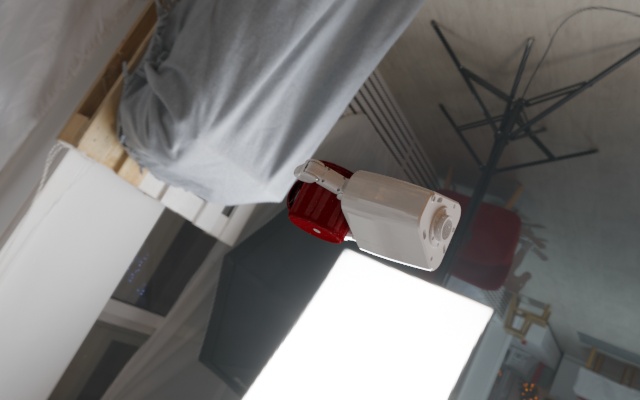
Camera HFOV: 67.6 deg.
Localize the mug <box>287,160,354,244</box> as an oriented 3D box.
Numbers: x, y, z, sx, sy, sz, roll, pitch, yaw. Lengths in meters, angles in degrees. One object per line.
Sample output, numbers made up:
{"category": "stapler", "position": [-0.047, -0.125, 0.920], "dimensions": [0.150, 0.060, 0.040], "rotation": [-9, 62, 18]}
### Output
{"category": "mug", "position": [-0.001, 0.002, 0.642], "dimensions": [0.117, 0.081, 0.093], "rotation": [16, -17, 37]}
